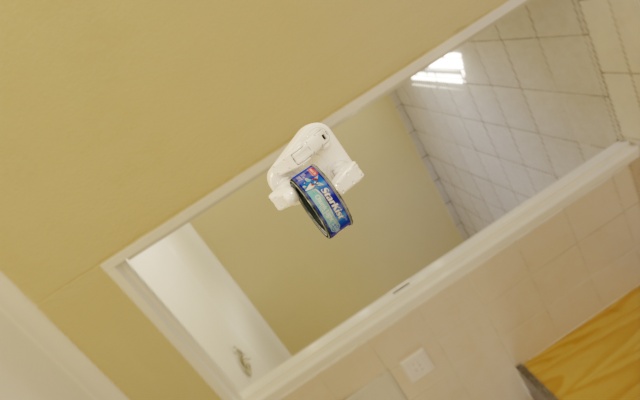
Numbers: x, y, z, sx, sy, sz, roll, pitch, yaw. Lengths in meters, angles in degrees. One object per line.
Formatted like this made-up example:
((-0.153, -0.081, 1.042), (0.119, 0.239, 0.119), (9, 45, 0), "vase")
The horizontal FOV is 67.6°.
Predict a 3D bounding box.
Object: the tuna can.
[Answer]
((0.000, 0.002, 0.559), (0.034, 0.086, 0.086), (-34, 5, -8), "tuna can")
